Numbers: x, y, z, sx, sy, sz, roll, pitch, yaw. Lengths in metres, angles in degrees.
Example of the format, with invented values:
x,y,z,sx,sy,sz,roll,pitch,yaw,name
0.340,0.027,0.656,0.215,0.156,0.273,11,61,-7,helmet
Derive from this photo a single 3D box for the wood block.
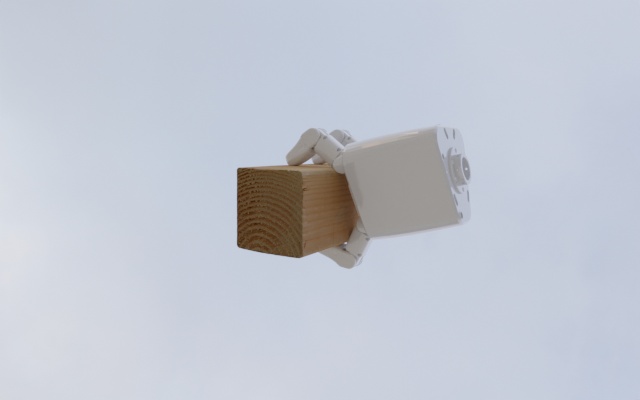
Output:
x,y,z,sx,sy,sz,roll,pitch,yaw,name
0.000,0.002,0.580,0.090,0.091,0.206,5,8,32,wood block
